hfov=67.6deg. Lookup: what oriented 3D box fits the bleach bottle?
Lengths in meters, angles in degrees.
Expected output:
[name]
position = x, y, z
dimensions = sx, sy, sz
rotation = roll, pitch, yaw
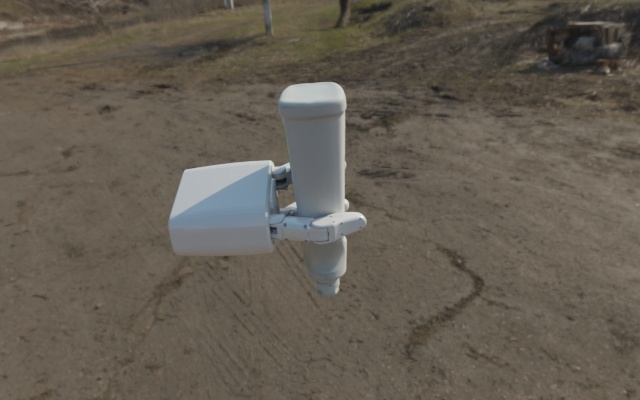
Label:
[bleach bottle]
position = 0.000, 0.002, 0.539
dimensions = 0.068, 0.251, 0.102
rotation = -4, 24, 2
